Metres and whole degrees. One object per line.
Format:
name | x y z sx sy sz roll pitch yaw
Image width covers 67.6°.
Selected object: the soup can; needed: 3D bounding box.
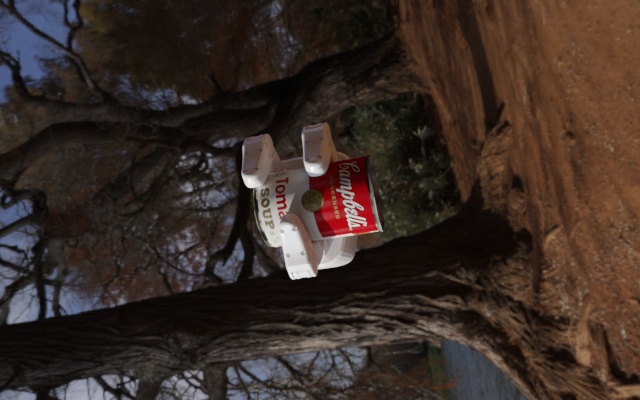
soup can | 0.000 0.001 0.422 0.102 0.068 0.068 -10 -2 11
